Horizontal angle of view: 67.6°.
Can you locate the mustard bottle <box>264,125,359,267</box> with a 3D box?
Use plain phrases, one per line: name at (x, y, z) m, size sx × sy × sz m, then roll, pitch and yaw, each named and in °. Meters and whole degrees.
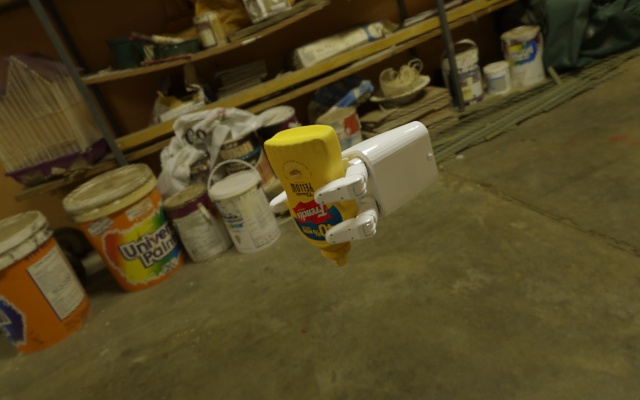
mustard bottle at (0.000, 0.002, 0.613) m, size 0.096 × 0.192 × 0.058 m, roll -1°, pitch 29°, yaw 36°
